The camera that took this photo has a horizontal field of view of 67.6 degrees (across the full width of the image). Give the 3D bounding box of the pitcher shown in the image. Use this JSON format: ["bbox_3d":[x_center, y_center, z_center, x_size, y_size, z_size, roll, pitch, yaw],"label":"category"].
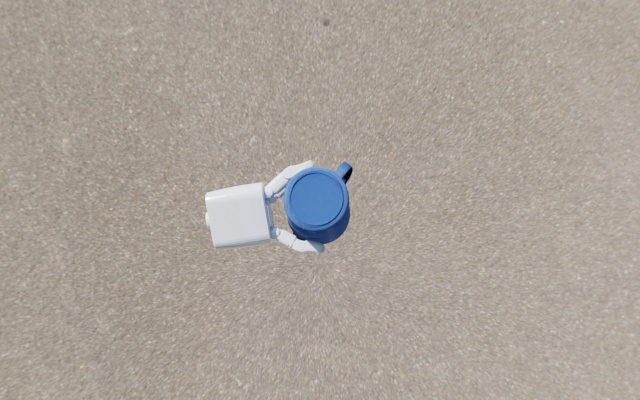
[{"bbox_3d":[0.000,0.003,0.888,0.145,0.149,0.243,-8,-7,-1],"label":"pitcher"}]
